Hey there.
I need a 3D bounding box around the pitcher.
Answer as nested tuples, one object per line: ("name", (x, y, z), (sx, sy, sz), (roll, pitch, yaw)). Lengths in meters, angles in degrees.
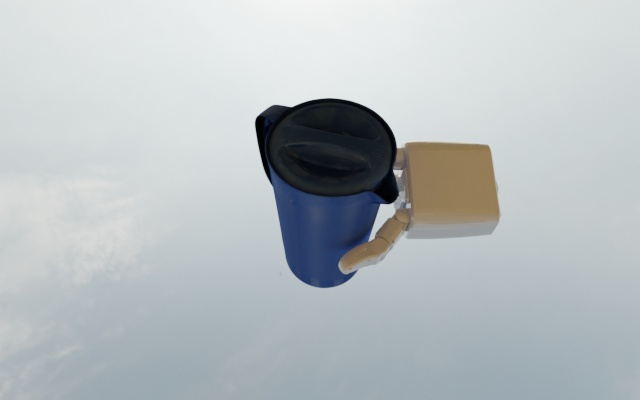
("pitcher", (0.000, 0.002, 0.576), (0.145, 0.149, 0.243), (-3, -35, -4))
